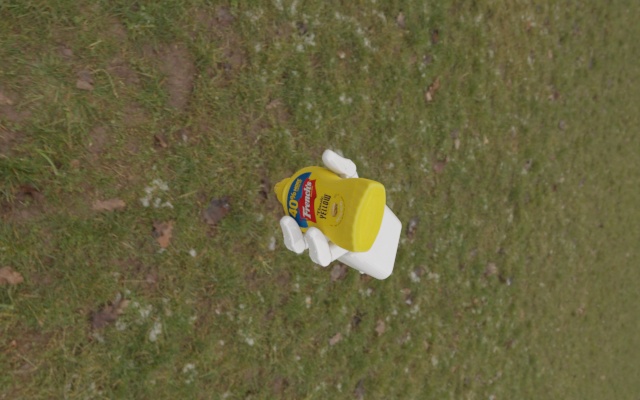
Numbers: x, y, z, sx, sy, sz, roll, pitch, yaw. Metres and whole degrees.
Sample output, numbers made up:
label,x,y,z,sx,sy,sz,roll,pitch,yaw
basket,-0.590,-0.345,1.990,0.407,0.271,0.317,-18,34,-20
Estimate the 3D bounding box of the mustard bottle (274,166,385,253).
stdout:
label,x,y,z,sx,sy,sz,roll,pitch,yaw
mustard bottle,0.000,0.002,0.678,0.058,0.096,0.191,4,10,-45
